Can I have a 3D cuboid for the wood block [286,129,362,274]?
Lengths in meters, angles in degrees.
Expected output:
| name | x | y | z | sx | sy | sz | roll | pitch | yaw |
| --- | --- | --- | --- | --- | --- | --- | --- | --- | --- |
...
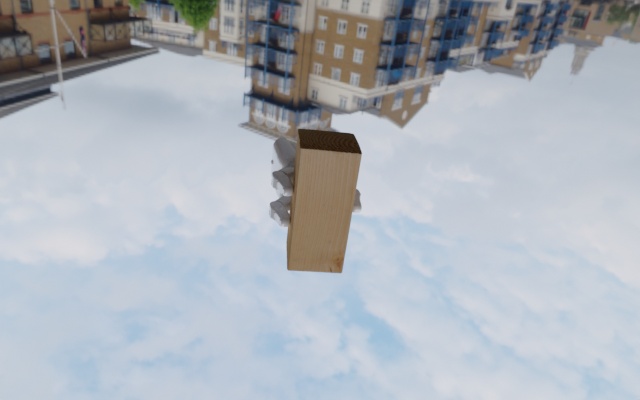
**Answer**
| name | x | y | z | sx | sy | sz | roll | pitch | yaw |
| --- | --- | --- | --- | --- | --- | --- | --- | --- | --- |
| wood block | 0.000 | 0.002 | 0.749 | 0.091 | 0.206 | 0.090 | 4 | 27 | -7 |
